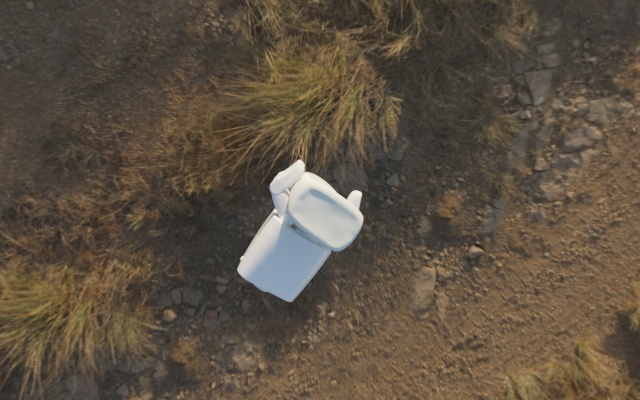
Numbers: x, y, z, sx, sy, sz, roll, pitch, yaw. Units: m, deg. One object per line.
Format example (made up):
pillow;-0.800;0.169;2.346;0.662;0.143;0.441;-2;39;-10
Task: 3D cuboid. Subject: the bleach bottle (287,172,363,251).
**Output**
bleach bottle;0.000;0.002;0.749;0.102;0.068;0.251;36;6;-7
